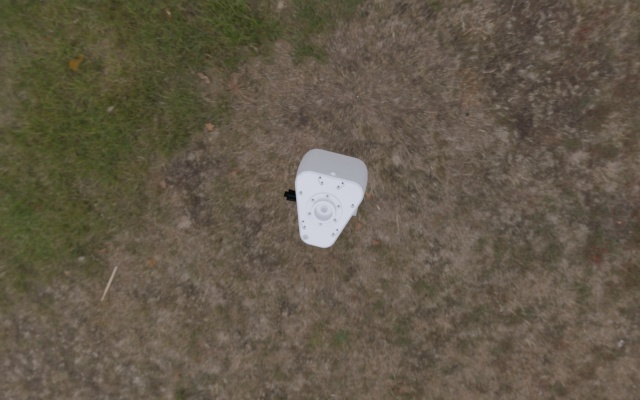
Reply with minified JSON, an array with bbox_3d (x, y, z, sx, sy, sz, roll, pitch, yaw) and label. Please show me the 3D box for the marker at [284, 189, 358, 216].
[{"bbox_3d":[0.000,0.003,0.774,0.121,0.020,0.020,13,0,1],"label":"marker"}]
